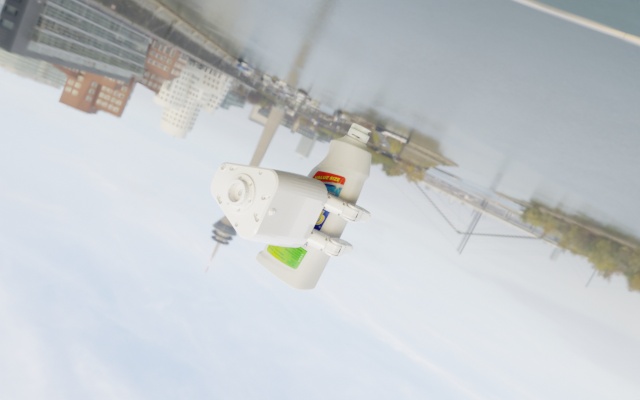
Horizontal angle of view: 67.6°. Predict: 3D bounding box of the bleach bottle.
[{"bbox_3d":[0.000,0.002,0.710,0.102,0.251,0.068,31,9,32],"label":"bleach bottle"}]
